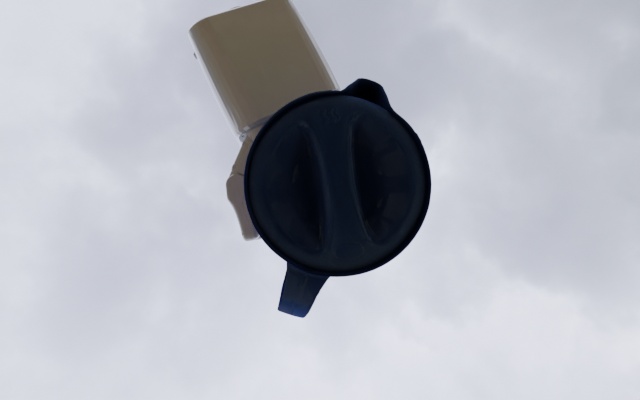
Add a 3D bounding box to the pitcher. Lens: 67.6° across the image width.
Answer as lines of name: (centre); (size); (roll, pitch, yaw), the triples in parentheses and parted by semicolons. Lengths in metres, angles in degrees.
pitcher: (0.000, 0.001, 0.448); (0.149, 0.145, 0.243); (-28, 0, -5)
